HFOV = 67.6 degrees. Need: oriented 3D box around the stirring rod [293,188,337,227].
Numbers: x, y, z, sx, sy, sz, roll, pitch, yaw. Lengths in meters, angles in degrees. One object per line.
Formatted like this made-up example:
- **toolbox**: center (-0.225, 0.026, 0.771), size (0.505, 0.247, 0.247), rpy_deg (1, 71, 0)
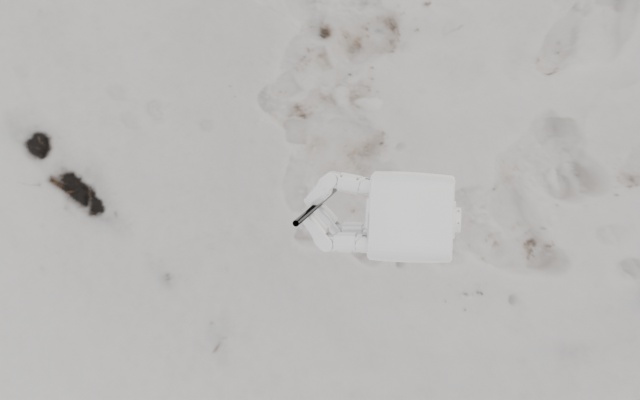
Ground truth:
- **stirring rod**: center (0.000, 0.002, 0.681), size (0.011, 0.011, 0.239), rpy_deg (0, 12, 15)
